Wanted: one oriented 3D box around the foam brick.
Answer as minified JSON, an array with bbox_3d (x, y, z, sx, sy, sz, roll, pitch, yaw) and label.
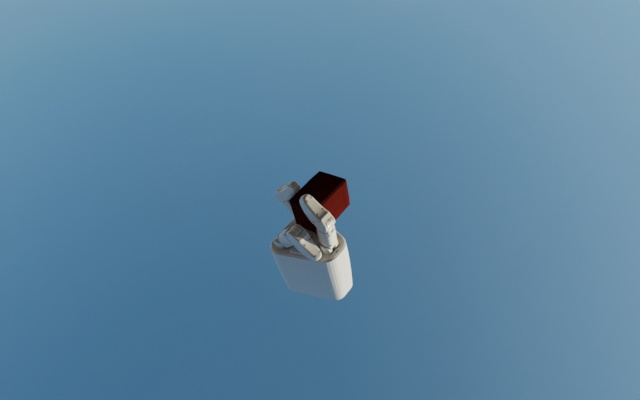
[{"bbox_3d":[0.000,0.002,0.725,0.053,0.051,0.078,22,54,35],"label":"foam brick"}]
